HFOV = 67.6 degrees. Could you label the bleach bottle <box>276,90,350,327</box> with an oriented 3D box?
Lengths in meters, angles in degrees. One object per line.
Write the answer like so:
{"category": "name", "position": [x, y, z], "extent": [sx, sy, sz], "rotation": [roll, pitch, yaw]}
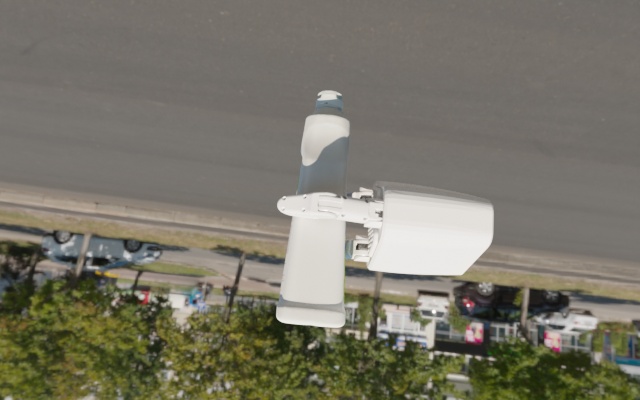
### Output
{"category": "bleach bottle", "position": [0.000, 0.002, 0.508], "extent": [0.068, 0.250, 0.102], "rotation": [6, -12, -3]}
